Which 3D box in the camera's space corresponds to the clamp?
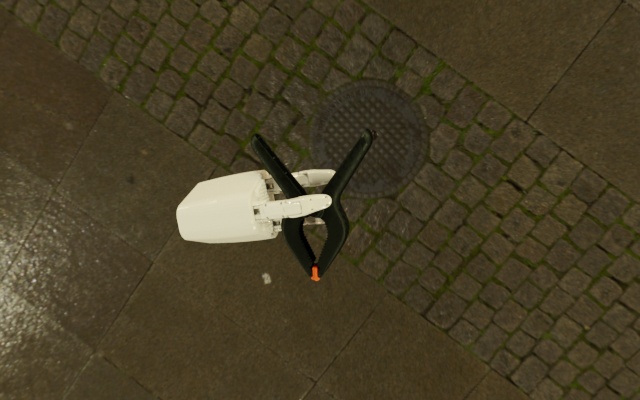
[{"bbox_3d":[0.000,0.003,0.641,0.164,0.210,0.036,-7,8,15],"label":"clamp"}]
